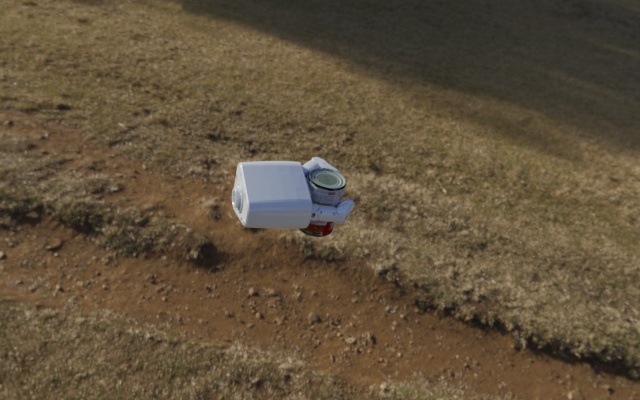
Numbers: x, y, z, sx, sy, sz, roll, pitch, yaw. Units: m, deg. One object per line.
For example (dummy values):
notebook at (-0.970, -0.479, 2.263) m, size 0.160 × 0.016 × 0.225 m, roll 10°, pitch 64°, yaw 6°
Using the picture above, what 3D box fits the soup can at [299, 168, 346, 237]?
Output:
soup can at (0.001, 0.003, 0.824) m, size 0.068 × 0.102 × 0.068 m, roll 11°, pitch 33°, yaw -7°
